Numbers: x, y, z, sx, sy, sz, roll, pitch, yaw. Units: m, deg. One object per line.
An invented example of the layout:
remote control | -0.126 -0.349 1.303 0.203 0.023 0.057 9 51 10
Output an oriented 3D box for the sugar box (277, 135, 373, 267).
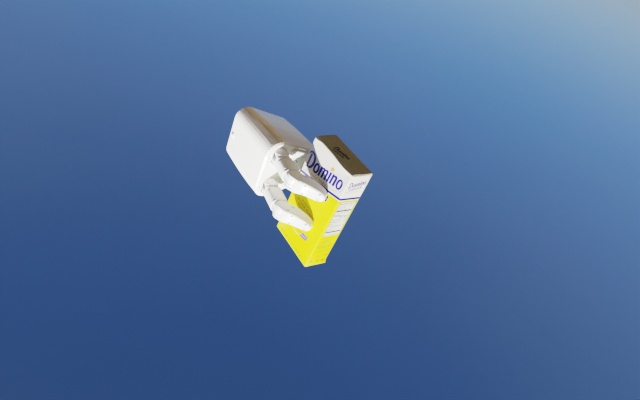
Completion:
sugar box | 0.000 0.002 0.692 0.048 0.176 0.093 -10 47 -38
